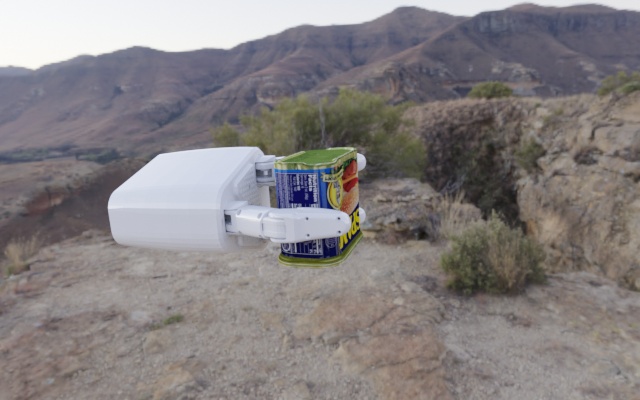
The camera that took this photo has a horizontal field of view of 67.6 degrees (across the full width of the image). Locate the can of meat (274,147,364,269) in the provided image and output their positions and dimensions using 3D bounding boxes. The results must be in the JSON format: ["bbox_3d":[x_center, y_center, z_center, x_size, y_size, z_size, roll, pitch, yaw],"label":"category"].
[{"bbox_3d":[0.000,0.001,0.412,0.057,0.084,0.102,1,13,19],"label":"can of meat"}]
